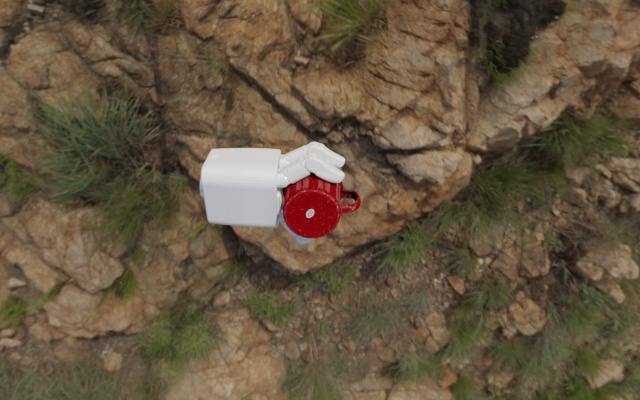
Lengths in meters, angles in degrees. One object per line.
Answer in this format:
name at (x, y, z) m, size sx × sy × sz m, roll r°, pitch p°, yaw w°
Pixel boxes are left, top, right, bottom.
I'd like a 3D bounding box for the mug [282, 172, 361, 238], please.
mug at (0.002, 0.002, 0.695) m, size 0.117 × 0.093 × 0.081 m, roll 2°, pitch 28°, yaw -1°
